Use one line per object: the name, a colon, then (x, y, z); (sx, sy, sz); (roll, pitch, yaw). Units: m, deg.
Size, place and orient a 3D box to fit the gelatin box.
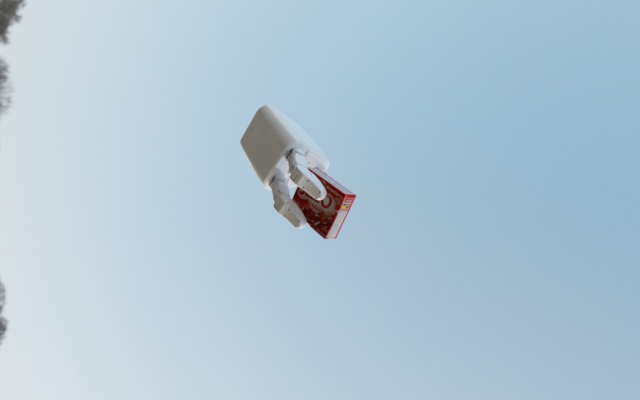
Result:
gelatin box: (0.001, 0.002, 0.692); (0.089, 0.073, 0.030); (38, 22, 34)
